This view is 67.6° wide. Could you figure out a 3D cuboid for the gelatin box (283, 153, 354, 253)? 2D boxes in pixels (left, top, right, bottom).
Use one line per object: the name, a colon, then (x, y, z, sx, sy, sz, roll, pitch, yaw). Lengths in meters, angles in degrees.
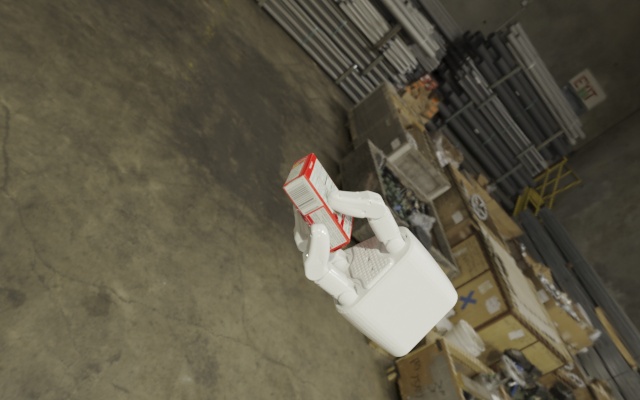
gelatin box: (0.000, 0.001, 0.509, 0.030, 0.089, 0.073, -29, 17, 17)
